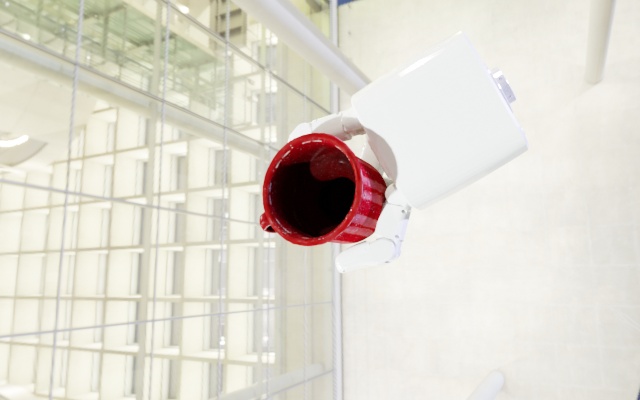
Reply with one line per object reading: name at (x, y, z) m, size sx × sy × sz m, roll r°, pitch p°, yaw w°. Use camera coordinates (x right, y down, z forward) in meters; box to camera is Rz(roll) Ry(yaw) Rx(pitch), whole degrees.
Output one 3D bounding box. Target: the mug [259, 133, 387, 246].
mug at (-0.001, 0.002, 0.425) m, size 0.117 × 0.093 × 0.081 m, roll -30°, pitch -20°, yaw 21°
